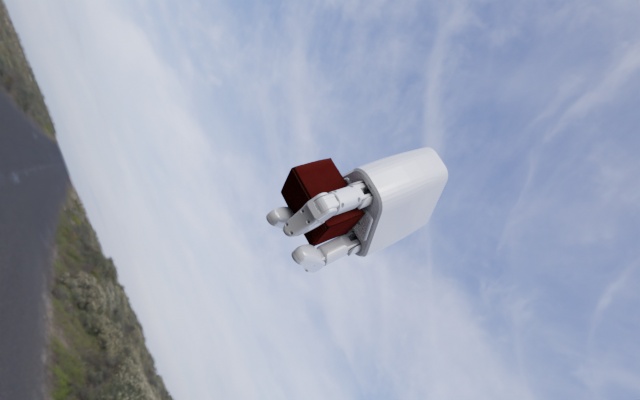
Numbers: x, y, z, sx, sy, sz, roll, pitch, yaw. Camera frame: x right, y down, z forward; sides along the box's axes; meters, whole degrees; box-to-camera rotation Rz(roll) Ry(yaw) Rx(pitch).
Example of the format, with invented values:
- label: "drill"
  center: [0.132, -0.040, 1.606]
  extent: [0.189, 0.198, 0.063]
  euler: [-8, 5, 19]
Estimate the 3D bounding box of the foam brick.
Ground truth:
- label: "foam brick"
  center: [0.000, 0.001, 0.526]
  extent: [0.051, 0.078, 0.053]
  euler: [-20, -19, -30]
